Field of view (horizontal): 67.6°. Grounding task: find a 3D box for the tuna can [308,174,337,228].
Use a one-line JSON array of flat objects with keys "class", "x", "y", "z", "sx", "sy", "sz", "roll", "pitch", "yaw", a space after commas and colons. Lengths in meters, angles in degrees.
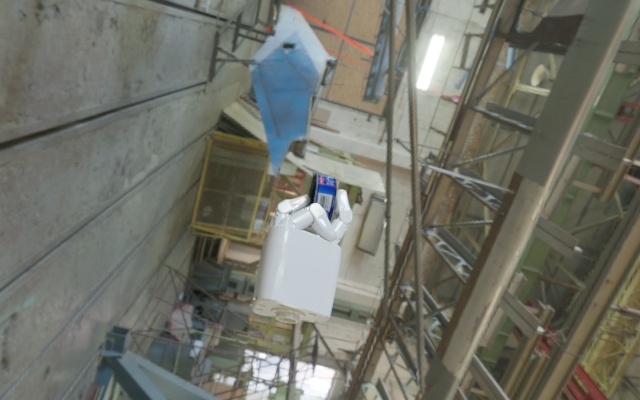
[{"class": "tuna can", "x": 0.001, "y": 0.003, "z": 0.758, "sx": 0.034, "sy": 0.086, "sz": 0.086, "roll": 10, "pitch": -2, "yaw": -8}]
